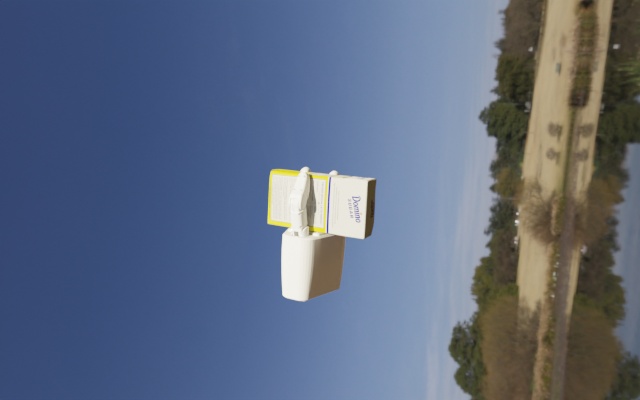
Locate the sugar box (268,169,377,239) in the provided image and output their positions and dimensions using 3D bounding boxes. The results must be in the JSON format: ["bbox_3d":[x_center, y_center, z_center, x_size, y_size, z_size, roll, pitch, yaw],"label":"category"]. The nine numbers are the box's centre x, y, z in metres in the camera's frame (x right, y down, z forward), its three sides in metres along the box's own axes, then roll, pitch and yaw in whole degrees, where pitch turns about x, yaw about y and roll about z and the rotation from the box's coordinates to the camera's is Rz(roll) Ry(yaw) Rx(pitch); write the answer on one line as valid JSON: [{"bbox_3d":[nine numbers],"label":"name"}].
[{"bbox_3d":[0.000,0.003,0.772,0.176,0.093,0.048,8,10,24],"label":"sugar box"}]
